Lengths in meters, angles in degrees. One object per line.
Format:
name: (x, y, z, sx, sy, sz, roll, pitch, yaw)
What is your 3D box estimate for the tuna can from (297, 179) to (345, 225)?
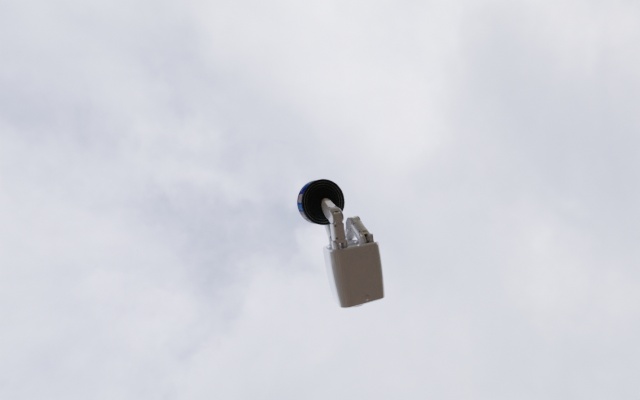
tuna can: (0.000, 0.003, 0.894, 0.086, 0.086, 0.034, 0, 0, -22)
